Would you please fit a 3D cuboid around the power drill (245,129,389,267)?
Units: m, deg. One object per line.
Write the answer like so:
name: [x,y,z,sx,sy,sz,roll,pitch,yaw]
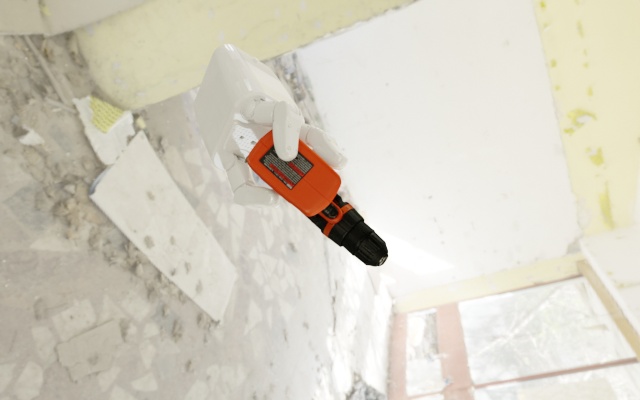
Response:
power drill: [0.000,0.001,0.557,0.184,0.057,0.188,40,-5,19]
